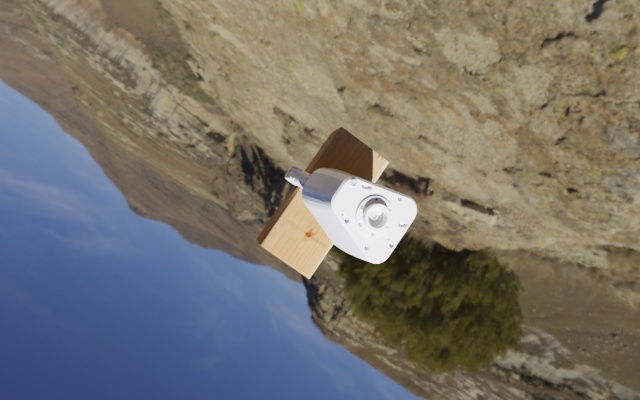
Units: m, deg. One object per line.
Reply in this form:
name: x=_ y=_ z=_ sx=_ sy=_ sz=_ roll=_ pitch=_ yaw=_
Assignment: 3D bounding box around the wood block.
wood block: x=0.000 y=0.002 z=0.724 sx=0.091 sy=0.206 sz=0.090 roll=36 pitch=-5 yaw=-9
